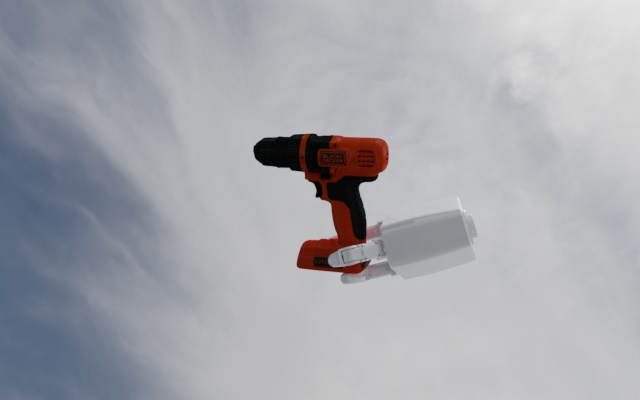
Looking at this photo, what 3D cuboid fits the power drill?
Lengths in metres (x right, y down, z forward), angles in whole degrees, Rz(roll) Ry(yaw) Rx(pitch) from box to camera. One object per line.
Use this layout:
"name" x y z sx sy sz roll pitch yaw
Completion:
"power drill" 0.000 0.003 0.649 0.184 0.188 0.057 4 21 19
